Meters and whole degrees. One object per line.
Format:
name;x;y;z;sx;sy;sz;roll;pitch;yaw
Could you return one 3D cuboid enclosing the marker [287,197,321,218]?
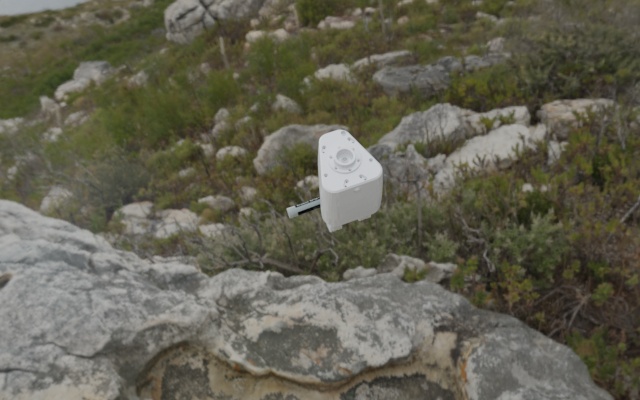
marker;0.000;0.003;0.841;0.121;0.020;0.020;-20;3;-8
